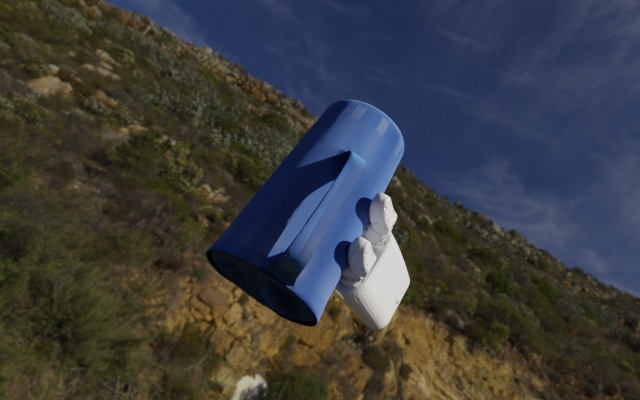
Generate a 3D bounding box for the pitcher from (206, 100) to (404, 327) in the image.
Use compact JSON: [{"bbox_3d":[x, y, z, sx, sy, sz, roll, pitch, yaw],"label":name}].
[{"bbox_3d":[0.000,0.002,0.522,0.149,0.242,0.145,14,-31,36],"label":"pitcher"}]
